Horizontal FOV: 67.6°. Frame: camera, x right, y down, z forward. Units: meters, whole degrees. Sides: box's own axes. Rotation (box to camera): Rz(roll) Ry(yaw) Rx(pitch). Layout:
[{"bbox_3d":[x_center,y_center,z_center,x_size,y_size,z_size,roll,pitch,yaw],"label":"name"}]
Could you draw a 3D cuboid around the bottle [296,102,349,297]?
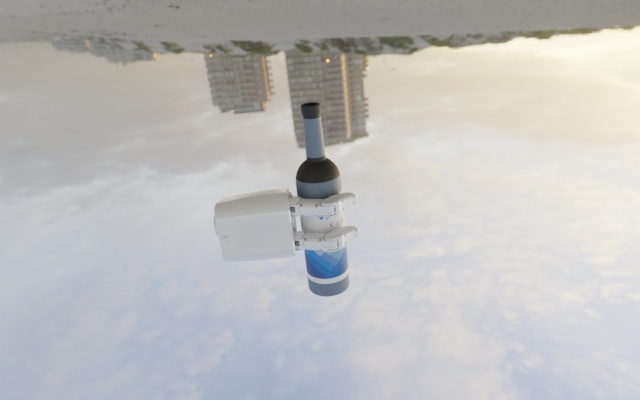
[{"bbox_3d":[0.000,0.003,0.713,0.069,0.296,0.069,-5,24,2],"label":"bottle"}]
